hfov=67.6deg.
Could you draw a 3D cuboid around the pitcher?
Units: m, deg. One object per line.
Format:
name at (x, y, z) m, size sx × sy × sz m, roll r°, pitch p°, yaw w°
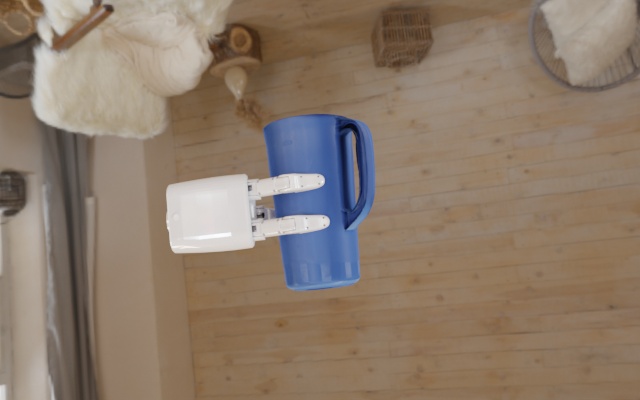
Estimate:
pitcher at (0.000, 0.002, 0.690) m, size 0.145 × 0.243 × 0.149 m, roll -6°, pitch -6°, yaw -6°
